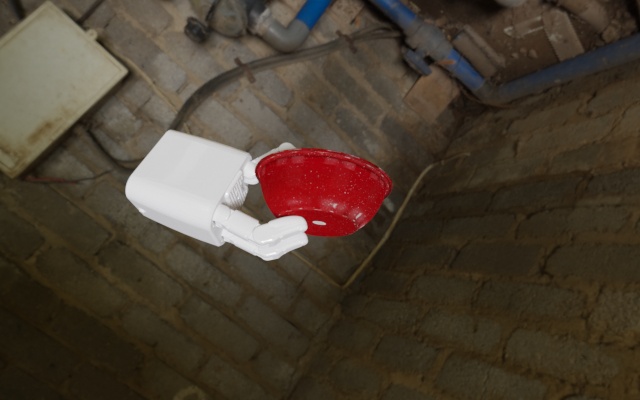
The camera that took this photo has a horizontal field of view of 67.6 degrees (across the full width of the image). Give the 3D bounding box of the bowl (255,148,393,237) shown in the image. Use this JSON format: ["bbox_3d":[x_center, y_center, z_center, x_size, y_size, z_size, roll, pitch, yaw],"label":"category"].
[{"bbox_3d":[0.001,0.002,0.548,0.162,0.055,0.162,6,-22,2],"label":"bowl"}]
